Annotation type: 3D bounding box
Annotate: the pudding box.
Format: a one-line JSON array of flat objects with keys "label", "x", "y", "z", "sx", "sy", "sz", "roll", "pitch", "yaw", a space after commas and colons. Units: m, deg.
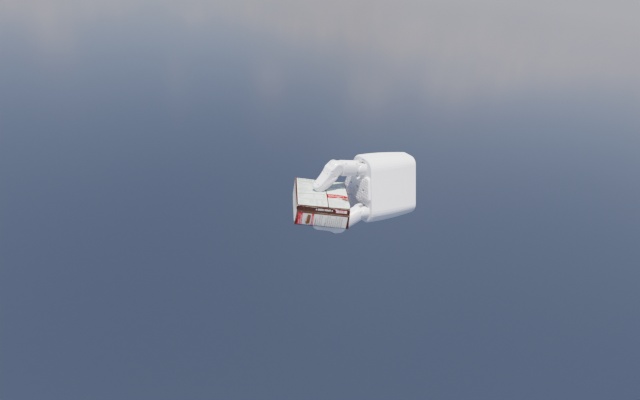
[{"label": "pudding box", "x": 0.000, "y": 0.002, "z": 0.796, "sx": 0.090, "sy": 0.039, "sz": 0.113, "roll": 5, "pitch": 24, "yaw": -6}]
